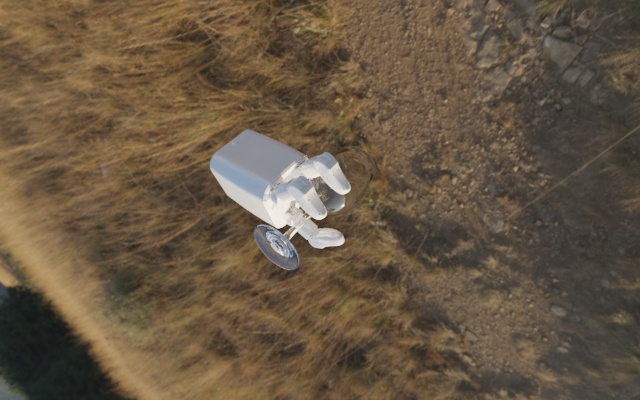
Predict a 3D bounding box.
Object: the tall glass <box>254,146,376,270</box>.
[{"bbox_3d":[0.000,0.003,0.667,0.079,0.079,0.201,0,36,46],"label":"tall glass"}]
